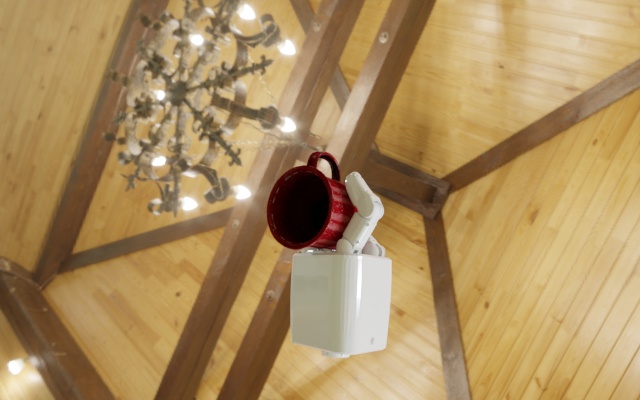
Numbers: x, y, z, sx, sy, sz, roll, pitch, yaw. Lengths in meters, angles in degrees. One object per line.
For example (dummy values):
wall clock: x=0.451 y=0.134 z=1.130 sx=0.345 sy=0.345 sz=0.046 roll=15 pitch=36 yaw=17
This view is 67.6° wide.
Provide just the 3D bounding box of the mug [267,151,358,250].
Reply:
mug: x=0.000 y=0.000 z=0.553 sx=0.093 sy=0.117 sz=0.081 roll=-2 pitch=-11 yaw=36
